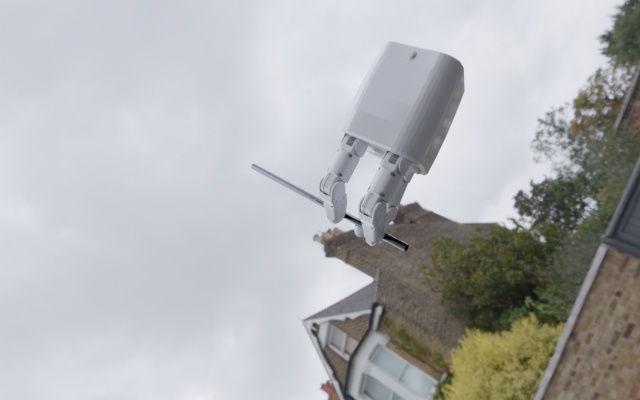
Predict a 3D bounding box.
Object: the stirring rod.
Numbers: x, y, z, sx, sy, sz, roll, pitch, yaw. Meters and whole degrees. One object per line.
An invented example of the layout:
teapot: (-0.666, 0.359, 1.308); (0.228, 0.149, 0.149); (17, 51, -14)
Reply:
stirring rod: (0.000, 0.002, 0.552); (0.239, 0.011, 0.011); (28, 17, 35)
